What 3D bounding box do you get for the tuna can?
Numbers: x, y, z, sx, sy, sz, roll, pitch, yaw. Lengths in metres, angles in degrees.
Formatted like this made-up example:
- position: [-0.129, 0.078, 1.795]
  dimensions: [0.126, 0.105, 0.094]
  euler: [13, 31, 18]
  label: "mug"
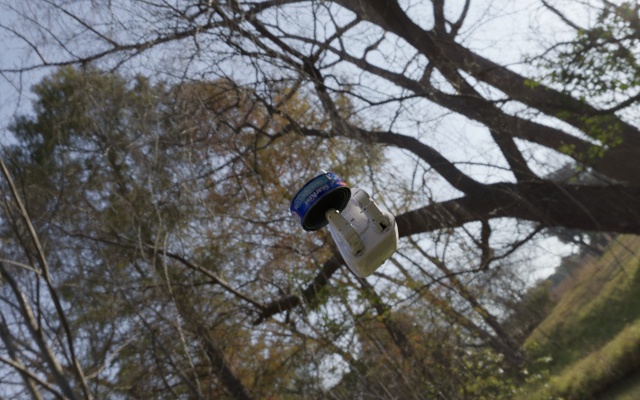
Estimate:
- position: [0.000, 0.002, 0.666]
  dimensions: [0.033, 0.086, 0.086]
  euler: [48, 25, 24]
  label: "tuna can"
